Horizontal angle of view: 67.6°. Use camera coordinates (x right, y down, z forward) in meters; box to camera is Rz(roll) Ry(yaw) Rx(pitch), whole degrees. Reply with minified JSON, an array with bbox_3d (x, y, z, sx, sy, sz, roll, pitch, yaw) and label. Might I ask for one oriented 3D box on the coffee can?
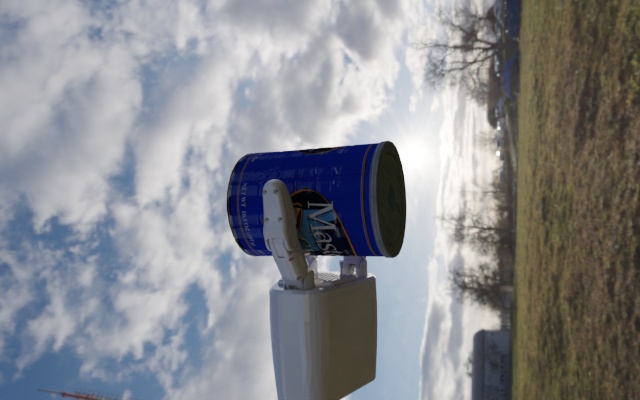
[{"bbox_3d":[0.000,0.001,0.445,0.140,0.103,0.103,-2,-1,23],"label":"coffee can"}]
